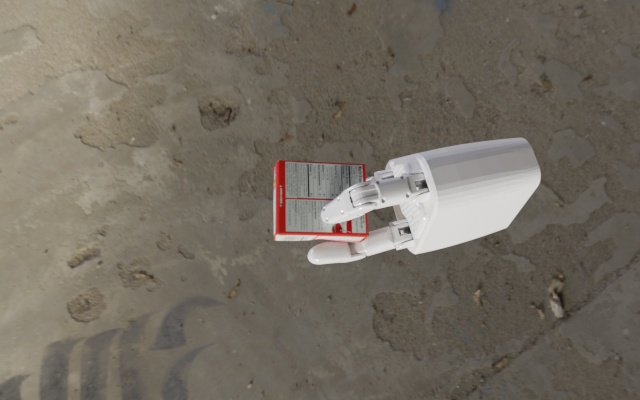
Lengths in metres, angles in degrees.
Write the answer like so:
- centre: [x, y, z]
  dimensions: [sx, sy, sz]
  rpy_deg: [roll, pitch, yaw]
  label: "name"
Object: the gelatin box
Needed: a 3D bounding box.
- centre: [0.000, 0.001, 0.458]
  dimensions: [0.089, 0.073, 0.030]
  rpy_deg: [2, -17, -12]
  label: "gelatin box"
